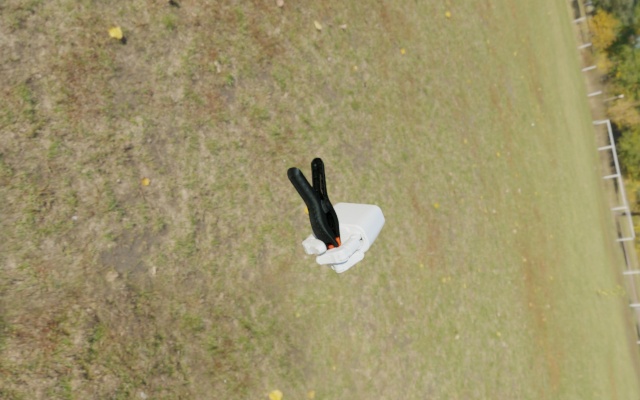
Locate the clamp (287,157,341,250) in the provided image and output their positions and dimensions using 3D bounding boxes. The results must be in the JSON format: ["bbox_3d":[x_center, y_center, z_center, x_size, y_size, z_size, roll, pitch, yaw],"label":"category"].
[{"bbox_3d":[0.001,0.003,0.858,0.039,0.171,0.120,-12,18,31],"label":"clamp"}]
